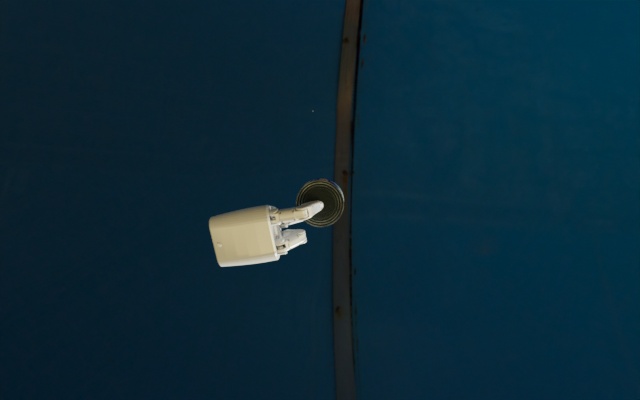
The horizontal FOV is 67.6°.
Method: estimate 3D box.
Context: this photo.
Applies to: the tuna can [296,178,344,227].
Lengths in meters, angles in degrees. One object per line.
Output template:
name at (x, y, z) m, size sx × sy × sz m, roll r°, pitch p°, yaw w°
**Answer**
tuna can at (0.000, 0.003, 0.865) m, size 0.086 × 0.086 × 0.033 m, roll 0°, pitch 12°, yaw 5°
